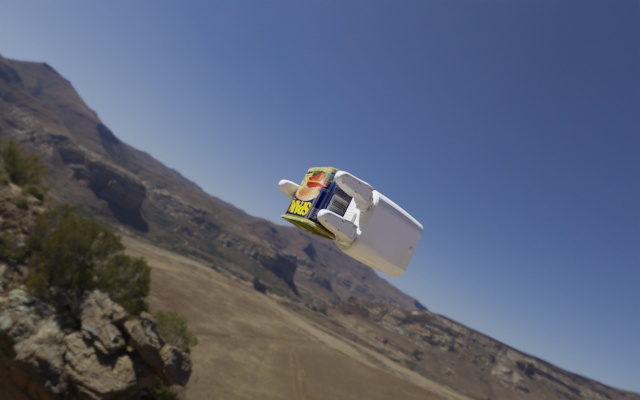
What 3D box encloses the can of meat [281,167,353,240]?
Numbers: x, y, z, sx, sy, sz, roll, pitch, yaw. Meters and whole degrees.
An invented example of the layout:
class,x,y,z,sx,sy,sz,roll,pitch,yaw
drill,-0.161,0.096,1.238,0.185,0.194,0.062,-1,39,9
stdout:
class,x,y,z,sx,sy,sz,roll,pitch,yaw
can of meat,0.000,0.002,0.667,0.057,0.084,0.102,31,-10,-23
